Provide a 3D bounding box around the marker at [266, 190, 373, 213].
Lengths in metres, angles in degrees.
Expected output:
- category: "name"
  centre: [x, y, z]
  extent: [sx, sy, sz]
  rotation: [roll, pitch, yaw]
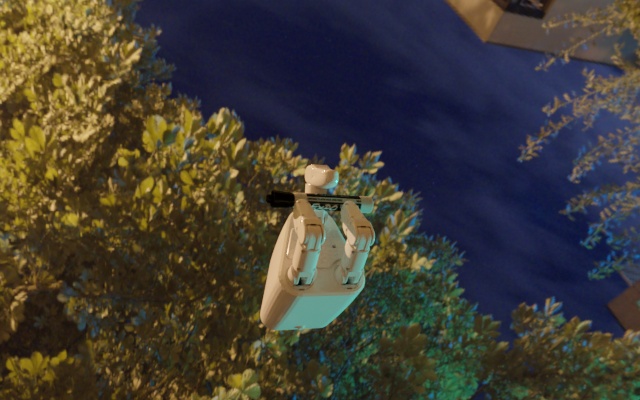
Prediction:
- category: "marker"
  centre: [0.000, 0.002, 0.523]
  extent: [0.121, 0.020, 0.020]
  rotation: [3, -1, -21]
